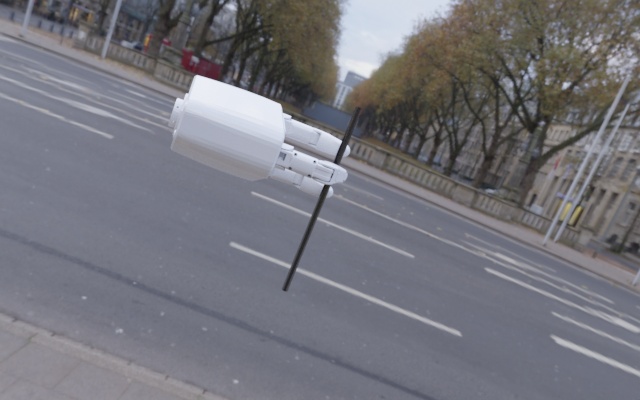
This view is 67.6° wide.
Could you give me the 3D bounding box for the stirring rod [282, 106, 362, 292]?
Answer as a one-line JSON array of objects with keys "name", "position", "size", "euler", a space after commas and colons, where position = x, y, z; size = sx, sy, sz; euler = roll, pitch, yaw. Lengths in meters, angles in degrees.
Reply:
[{"name": "stirring rod", "position": [0.000, 0.002, 0.574], "size": [0.011, 0.239, 0.011], "euler": [21, 10, -4]}]
